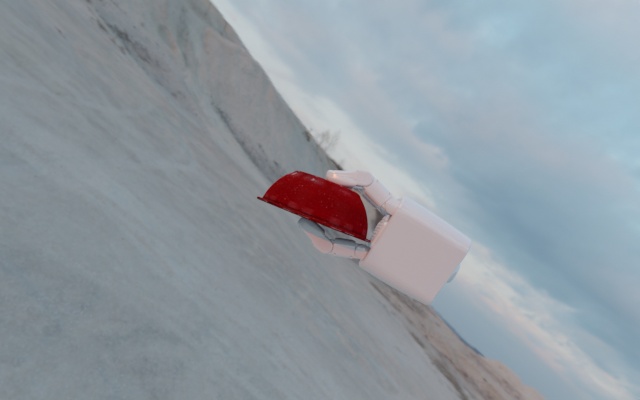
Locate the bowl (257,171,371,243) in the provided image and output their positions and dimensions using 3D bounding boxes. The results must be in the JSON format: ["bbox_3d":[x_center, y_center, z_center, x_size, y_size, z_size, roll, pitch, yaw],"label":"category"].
[{"bbox_3d":[-0.001,0.001,0.634,0.162,0.055,0.162,21,-2,1],"label":"bowl"}]
